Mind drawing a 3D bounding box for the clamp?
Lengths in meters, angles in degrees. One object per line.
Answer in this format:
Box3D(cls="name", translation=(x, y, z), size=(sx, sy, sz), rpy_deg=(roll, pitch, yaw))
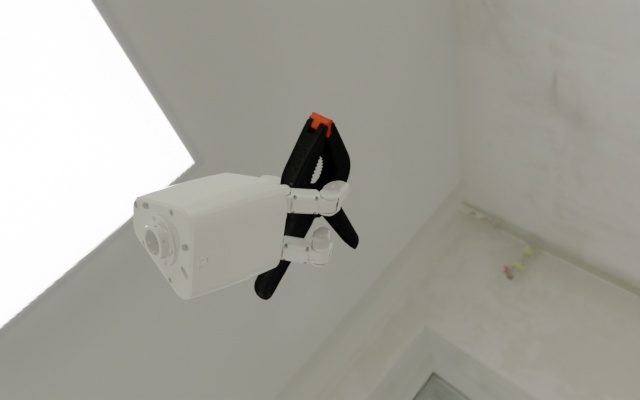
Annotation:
Box3D(cls="clamp", translation=(-0.001, 0.001, 0.549), size=(0.036, 0.210, 0.164), rpy_deg=(30, 32, 35))
